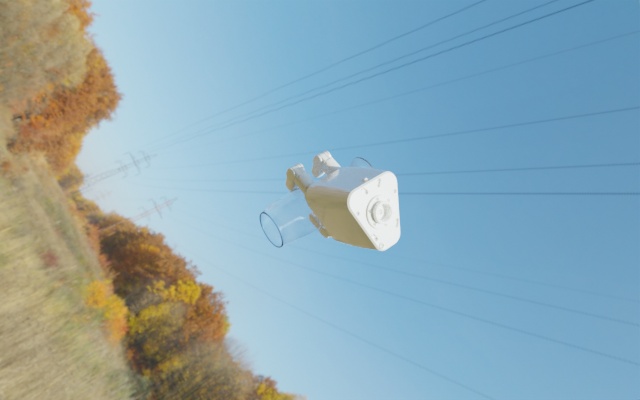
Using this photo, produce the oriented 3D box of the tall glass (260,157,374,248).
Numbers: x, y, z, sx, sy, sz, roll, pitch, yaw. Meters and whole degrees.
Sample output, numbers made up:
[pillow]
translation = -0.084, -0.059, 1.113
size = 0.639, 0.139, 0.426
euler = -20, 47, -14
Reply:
[tall glass]
translation = 0.001, 0.002, 0.781
size = 0.201, 0.079, 0.079
euler = -29, 14, -27
